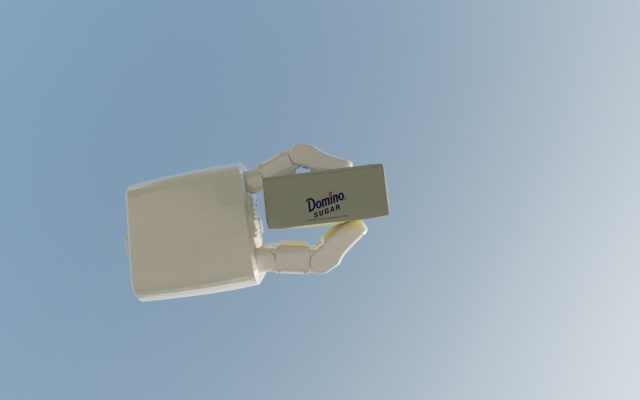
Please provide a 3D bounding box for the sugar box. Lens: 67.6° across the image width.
[{"bbox_3d":[0.000,0.002,0.434,0.093,0.048,0.176,-7,0,-2],"label":"sugar box"}]
